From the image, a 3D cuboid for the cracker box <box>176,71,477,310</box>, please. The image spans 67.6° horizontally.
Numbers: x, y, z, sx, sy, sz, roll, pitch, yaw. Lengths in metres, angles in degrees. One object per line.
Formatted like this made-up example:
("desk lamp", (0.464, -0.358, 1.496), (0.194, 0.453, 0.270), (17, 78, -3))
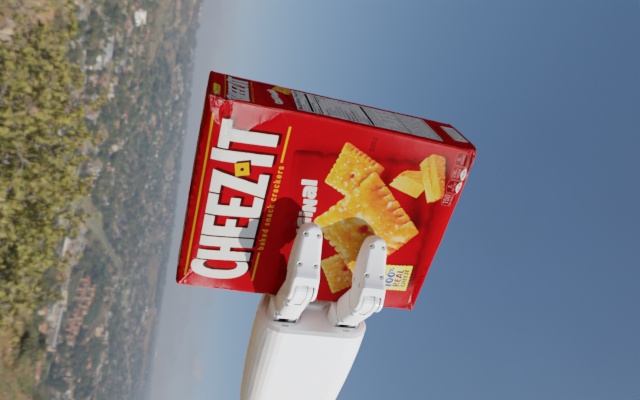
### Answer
("cracker box", (0.000, 0.001, 0.402), (0.214, 0.164, 0.072), (9, 26, -16))
